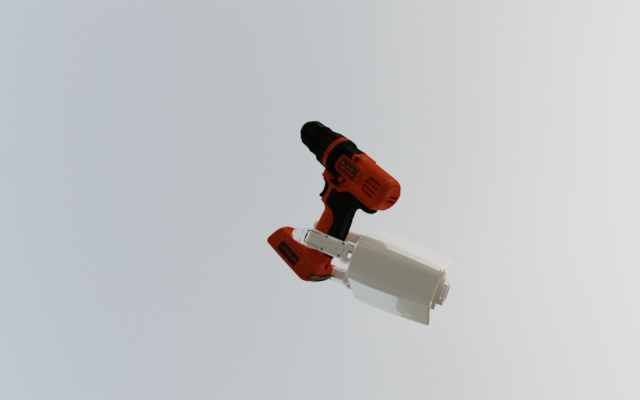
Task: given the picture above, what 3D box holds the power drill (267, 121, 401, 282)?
[{"bbox_3d":[0.000,0.003,0.658,0.057,0.188,0.184,8,29,-49],"label":"power drill"}]
